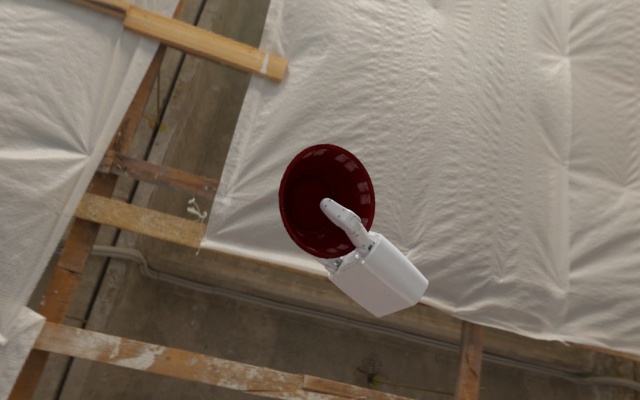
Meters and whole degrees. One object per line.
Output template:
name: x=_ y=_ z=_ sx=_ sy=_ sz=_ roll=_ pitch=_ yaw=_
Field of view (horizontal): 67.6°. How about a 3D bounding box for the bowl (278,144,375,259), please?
bowl: x=-0.001 y=0.001 z=0.689 sx=0.162 sy=0.162 sz=0.055 roll=0 pitch=-3 yaw=-32
